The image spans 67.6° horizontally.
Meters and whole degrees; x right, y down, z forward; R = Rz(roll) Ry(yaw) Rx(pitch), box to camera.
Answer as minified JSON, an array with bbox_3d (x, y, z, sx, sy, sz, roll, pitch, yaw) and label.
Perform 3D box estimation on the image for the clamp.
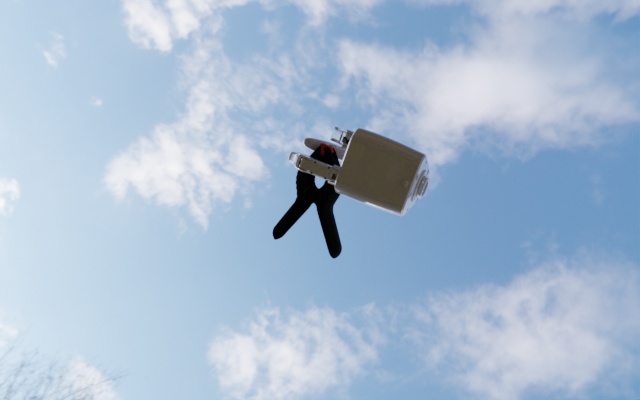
[{"bbox_3d":[0.000,0.002,0.733,0.120,0.171,0.039,23,11,20],"label":"clamp"}]
